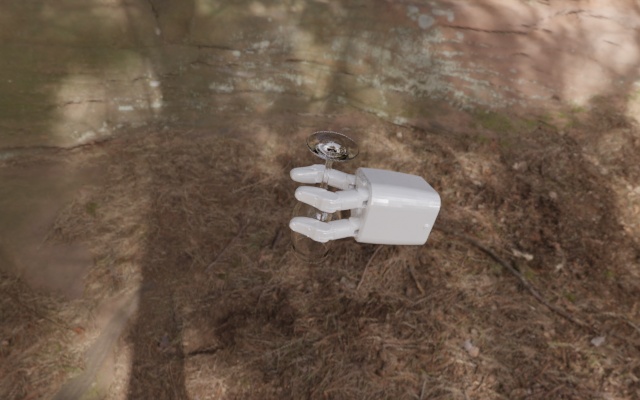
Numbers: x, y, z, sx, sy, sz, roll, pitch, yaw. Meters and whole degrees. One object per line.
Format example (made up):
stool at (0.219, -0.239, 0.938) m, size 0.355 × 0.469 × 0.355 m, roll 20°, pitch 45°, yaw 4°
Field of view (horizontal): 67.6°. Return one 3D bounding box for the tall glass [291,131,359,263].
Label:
tall glass at (0.000, 0.002, 0.714) m, size 0.079 × 0.201 × 0.079 m, roll 8°, pitch 37°, yaw -6°
